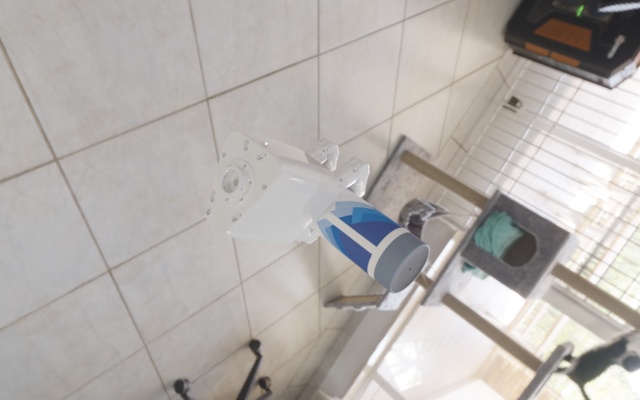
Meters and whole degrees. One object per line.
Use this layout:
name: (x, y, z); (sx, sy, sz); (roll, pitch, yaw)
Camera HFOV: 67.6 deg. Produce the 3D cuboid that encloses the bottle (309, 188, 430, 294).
bottle: (0.000, 0.002, 0.603); (0.295, 0.069, 0.069); (37, 22, 33)
